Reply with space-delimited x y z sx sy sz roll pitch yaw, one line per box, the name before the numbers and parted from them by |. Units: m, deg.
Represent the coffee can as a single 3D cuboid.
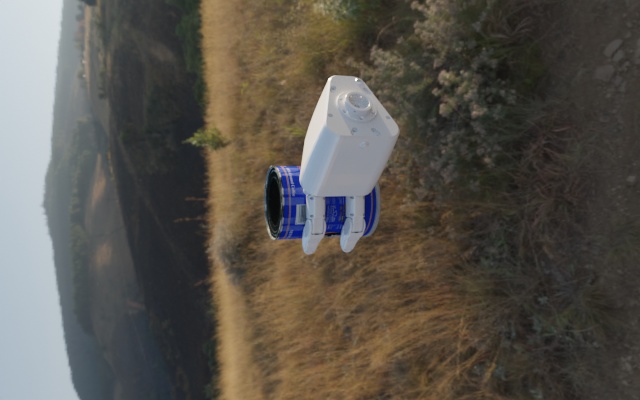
coffee can | 0.000 0.002 0.672 0.140 0.103 0.103 -1 0 -19
